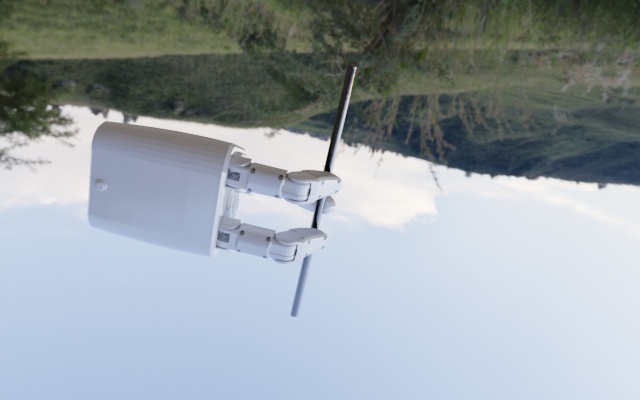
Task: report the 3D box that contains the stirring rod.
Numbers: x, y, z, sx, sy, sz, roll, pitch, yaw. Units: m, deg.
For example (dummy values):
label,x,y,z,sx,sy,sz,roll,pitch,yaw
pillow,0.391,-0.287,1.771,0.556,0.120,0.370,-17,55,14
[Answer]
label,x,y,z,sx,sy,sz,roll,pitch,yaw
stirring rod,0.000,0.001,0.428,0.011,0.240,0.011,12,19,-4
